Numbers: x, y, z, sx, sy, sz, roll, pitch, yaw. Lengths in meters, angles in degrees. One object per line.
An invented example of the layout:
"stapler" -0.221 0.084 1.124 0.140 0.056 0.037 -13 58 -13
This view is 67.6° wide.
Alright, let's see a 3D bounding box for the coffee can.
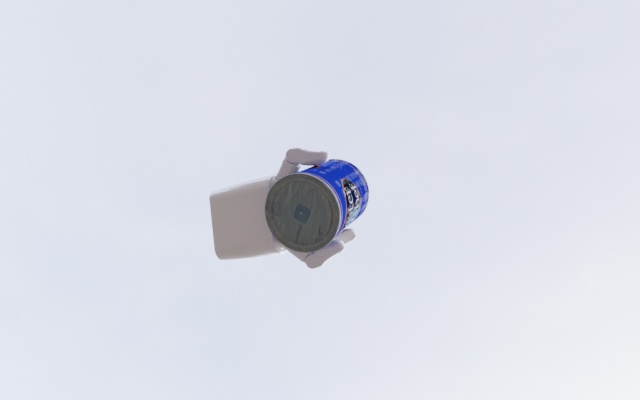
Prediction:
"coffee can" 0.000 0.002 0.661 0.103 0.103 0.140 0 12 21
